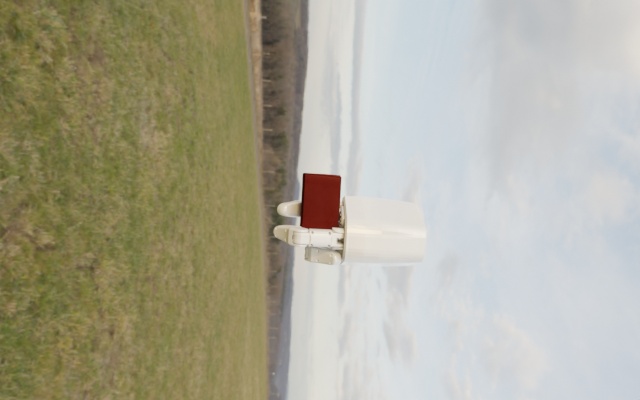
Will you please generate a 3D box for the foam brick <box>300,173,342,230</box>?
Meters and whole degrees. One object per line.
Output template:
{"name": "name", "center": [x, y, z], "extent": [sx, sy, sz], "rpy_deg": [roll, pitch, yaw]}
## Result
{"name": "foam brick", "center": [0.000, 0.002, 0.646], "extent": [0.051, 0.078, 0.053], "rpy_deg": [3, 6, 0]}
